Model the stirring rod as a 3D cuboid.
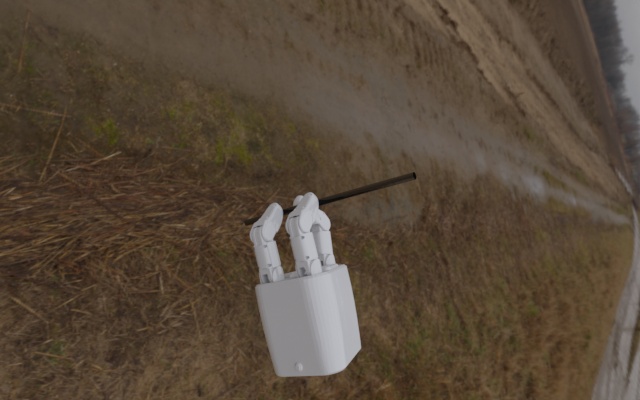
[{"bbox_3d":[0.000,0.002,0.557,0.239,0.011,0.011,-16,-9,33],"label":"stirring rod"}]
